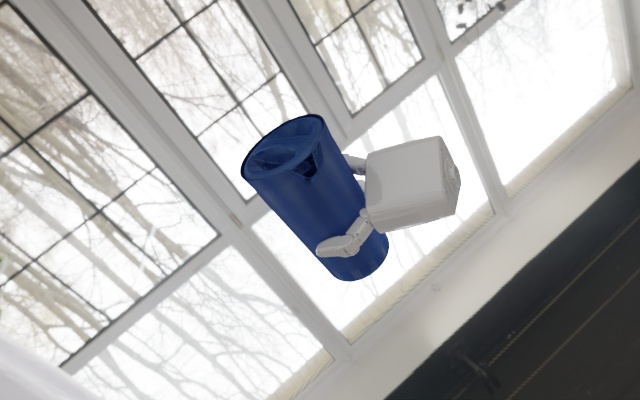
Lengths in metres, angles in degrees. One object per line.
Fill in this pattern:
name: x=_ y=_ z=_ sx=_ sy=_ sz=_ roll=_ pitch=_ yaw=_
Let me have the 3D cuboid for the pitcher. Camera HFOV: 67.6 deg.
pitcher: x=0.000 y=0.002 z=0.699 sx=0.145 sy=0.243 sz=0.149 roll=-15 pitch=38 yaw=29
